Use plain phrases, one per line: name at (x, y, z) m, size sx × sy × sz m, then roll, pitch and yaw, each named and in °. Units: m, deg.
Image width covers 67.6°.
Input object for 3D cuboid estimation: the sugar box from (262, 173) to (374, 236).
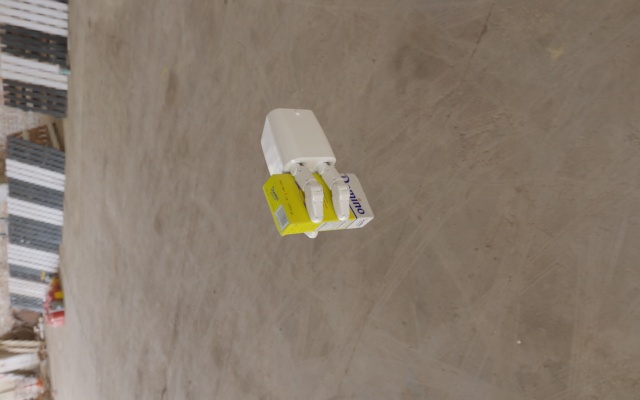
sugar box at (0.000, 0.002, 0.790) m, size 0.176 × 0.093 × 0.048 m, roll -5°, pitch -27°, yaw -37°
